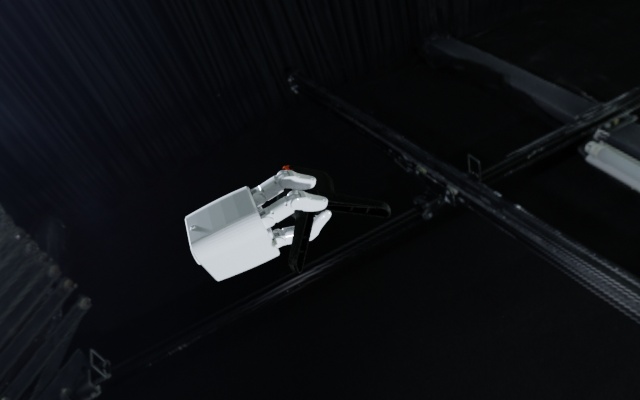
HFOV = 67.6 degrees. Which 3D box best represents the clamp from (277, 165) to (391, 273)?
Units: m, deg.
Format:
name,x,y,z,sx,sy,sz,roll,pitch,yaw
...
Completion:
name,x,y,z,sx,sy,sz,roll,pitch,yaw
clamp,0.000,0.003,0.735,0.164,0.036,0.209,-26,42,-3
